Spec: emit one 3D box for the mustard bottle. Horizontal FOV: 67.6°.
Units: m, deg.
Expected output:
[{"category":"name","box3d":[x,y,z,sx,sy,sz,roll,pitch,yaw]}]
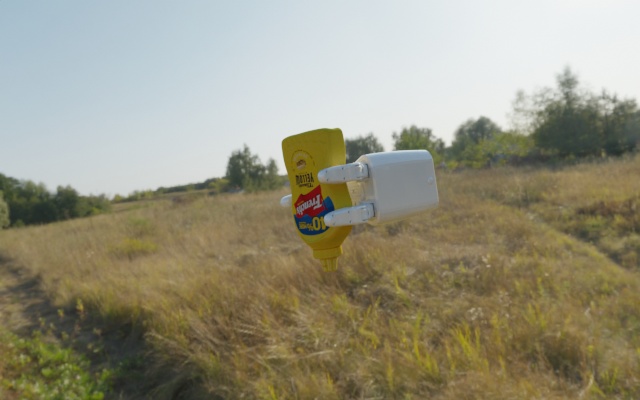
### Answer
[{"category":"mustard bottle","box3d":[0.000,0.002,0.653,0.096,0.191,0.058,-7,3,43]}]
